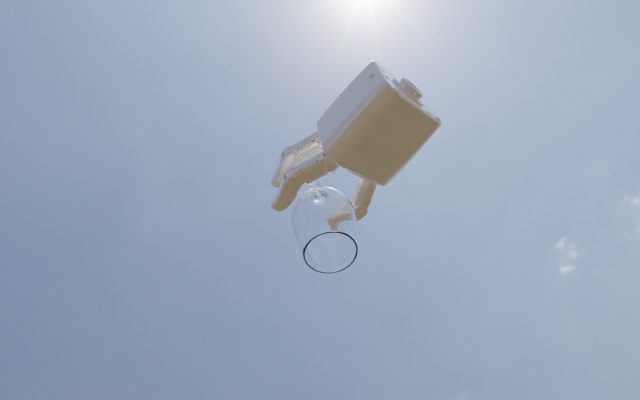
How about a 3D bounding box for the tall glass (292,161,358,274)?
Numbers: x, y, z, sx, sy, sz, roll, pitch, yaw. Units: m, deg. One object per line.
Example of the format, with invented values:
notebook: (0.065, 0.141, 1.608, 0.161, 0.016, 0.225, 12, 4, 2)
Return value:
tall glass: (0.000, 0.002, 0.610, 0.079, 0.079, 0.201, 0, 35, -8)
